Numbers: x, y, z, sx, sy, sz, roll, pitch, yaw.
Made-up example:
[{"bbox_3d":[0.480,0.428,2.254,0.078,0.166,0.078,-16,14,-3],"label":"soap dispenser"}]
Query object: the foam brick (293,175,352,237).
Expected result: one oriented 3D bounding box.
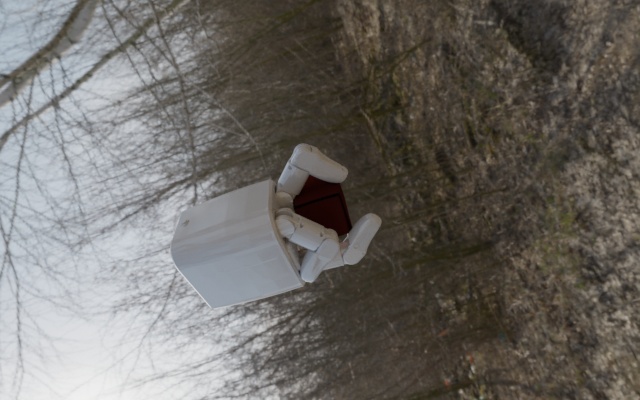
[{"bbox_3d":[0.000,0.002,0.527,0.051,0.053,0.078,-18,28,5],"label":"foam brick"}]
